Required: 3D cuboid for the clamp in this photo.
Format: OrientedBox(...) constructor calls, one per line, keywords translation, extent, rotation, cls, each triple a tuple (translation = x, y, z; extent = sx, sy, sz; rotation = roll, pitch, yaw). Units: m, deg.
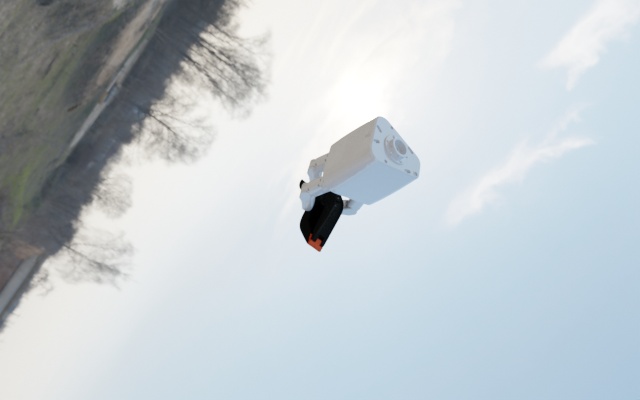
OrientedBox(translation=(0.001, 0.004, 0.840), extent=(0.036, 0.209, 0.164), rotation=(36, -42, -24), cls="clamp")
